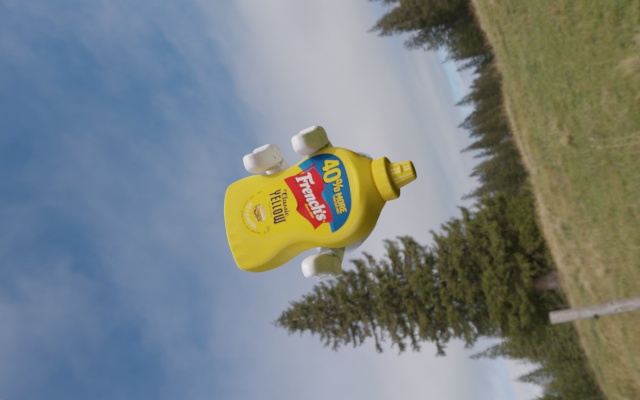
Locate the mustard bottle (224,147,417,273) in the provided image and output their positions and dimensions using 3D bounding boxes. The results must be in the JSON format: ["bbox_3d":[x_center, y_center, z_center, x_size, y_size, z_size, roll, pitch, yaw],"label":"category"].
[{"bbox_3d":[0.000,0.002,0.464,0.191,0.096,0.058,-19,-22,20],"label":"mustard bottle"}]
